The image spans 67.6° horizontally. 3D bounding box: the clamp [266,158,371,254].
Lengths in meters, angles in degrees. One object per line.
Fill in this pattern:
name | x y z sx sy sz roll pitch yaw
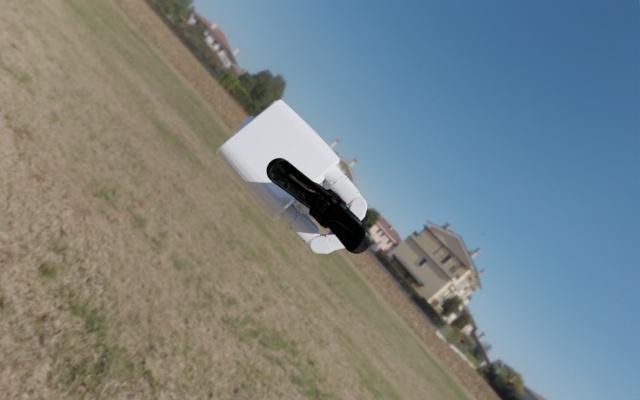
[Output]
clamp | 0.001 0.001 0.506 0.039 0.120 0.171 -43 0 1
